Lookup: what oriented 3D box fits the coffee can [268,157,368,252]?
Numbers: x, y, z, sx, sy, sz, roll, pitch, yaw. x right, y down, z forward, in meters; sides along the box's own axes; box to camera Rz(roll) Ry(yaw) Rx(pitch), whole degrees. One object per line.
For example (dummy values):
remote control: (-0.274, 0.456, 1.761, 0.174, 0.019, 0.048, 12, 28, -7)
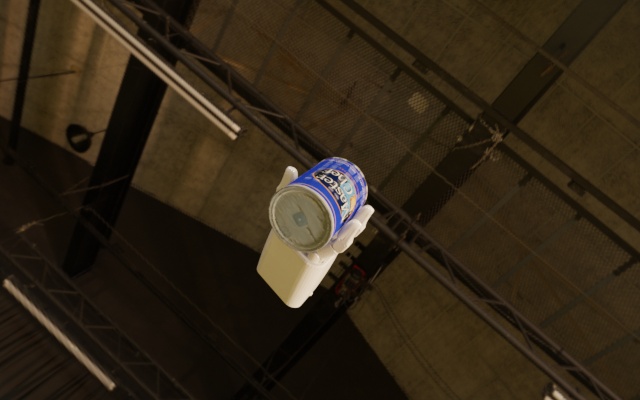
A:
coffee can: (0.000, 0.002, 0.729, 0.103, 0.103, 0.140, 0, 21, 28)
